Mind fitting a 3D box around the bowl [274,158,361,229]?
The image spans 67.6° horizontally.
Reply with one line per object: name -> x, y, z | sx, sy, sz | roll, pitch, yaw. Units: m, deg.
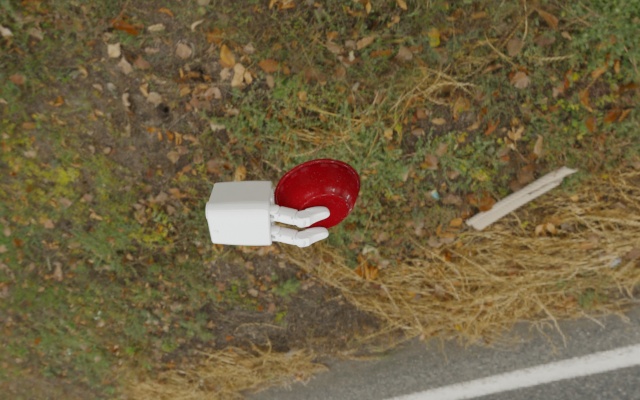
bowl -> 0.002, 0.003, 0.853 | 0.162, 0.055, 0.162 | -9, -43, -8
